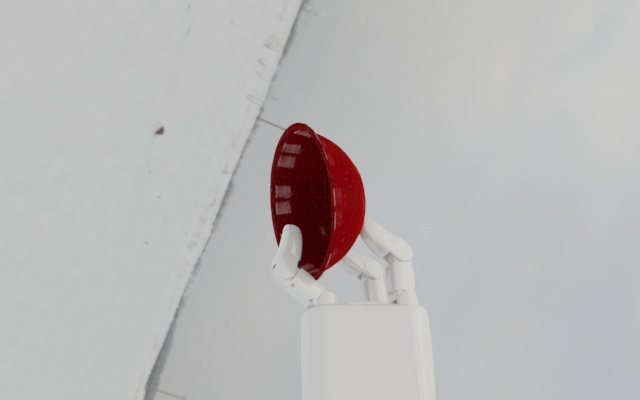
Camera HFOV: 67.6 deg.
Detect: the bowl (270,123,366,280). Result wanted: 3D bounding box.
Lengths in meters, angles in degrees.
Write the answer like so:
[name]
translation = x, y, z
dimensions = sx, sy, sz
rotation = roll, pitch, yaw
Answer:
[bowl]
translation = 0.000, 0.000, 0.492
dimensions = 0.055, 0.162, 0.162
rotation = -4, 2, -26
